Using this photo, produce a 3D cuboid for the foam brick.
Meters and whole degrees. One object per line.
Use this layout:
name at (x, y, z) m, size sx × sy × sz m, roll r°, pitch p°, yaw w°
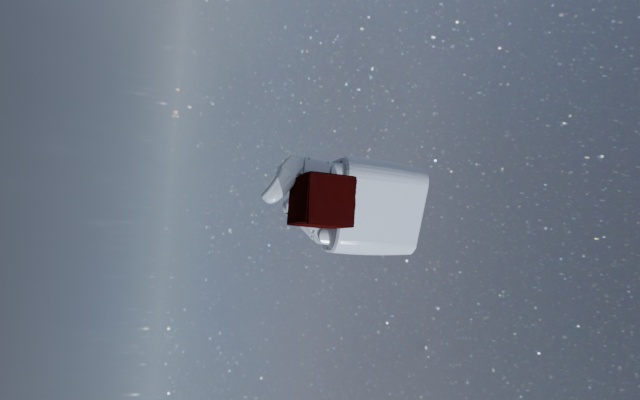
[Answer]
foam brick at (0.000, 0.002, 0.500) m, size 0.051 × 0.053 × 0.078 m, roll 6°, pitch -6°, yaw -17°
